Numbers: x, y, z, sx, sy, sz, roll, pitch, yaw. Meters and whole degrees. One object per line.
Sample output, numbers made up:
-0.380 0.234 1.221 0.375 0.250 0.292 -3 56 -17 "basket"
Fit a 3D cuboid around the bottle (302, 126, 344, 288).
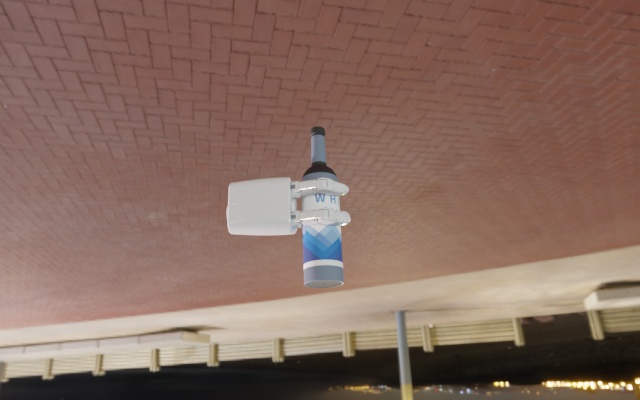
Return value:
0.000 0.003 0.848 0.069 0.295 0.069 -2 -22 -1 "bottle"
